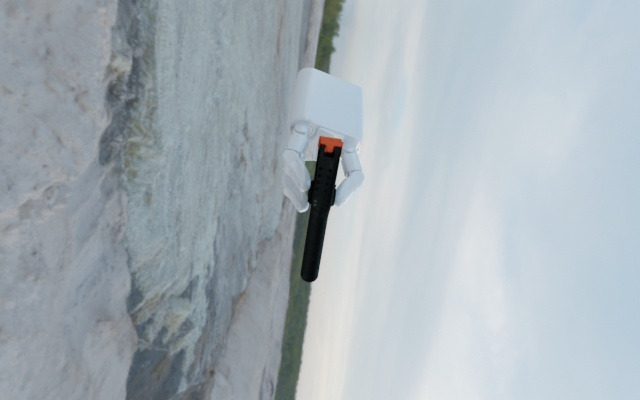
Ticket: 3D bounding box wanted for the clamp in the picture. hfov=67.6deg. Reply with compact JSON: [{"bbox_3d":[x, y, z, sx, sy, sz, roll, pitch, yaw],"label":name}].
[{"bbox_3d":[0.001,0.002,0.629,0.036,0.164,0.210,7,-31,-3],"label":"clamp"}]
